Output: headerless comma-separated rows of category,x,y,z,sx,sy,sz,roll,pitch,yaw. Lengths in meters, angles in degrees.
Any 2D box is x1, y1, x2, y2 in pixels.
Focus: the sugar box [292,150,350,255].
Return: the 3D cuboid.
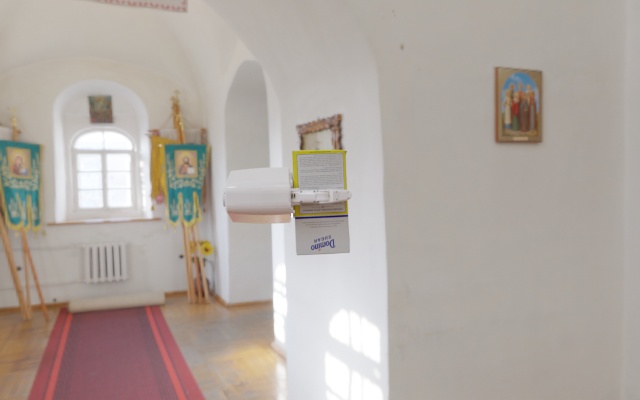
sugar box,0.000,0.003,0.816,0.093,0.176,0.048,-2,3,-4
